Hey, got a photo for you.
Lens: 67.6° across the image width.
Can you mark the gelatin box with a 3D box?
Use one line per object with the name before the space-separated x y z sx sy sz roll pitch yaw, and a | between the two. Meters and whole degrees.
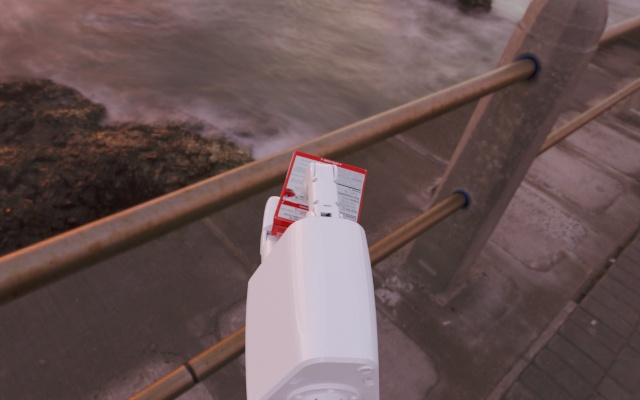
gelatin box | 0.000 0.001 0.441 0.073 0.089 0.030 15 -40 -2
